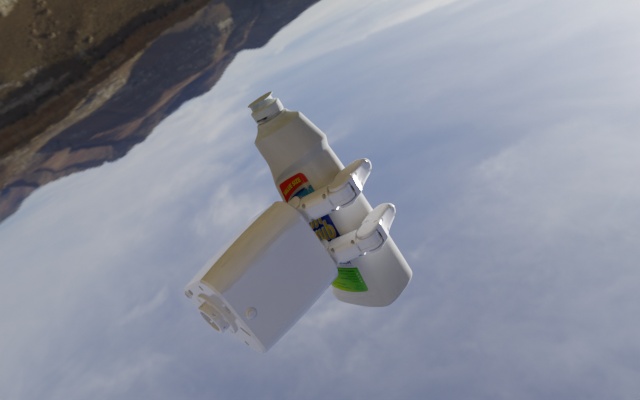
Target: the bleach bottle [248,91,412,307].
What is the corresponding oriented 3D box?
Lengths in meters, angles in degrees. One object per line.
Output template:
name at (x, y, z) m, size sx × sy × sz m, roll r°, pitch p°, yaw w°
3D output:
bleach bottle at (0.000, 0.002, 0.508) m, size 0.102 × 0.251 × 0.068 m, roll -3°, pitch 36°, yaw 52°
